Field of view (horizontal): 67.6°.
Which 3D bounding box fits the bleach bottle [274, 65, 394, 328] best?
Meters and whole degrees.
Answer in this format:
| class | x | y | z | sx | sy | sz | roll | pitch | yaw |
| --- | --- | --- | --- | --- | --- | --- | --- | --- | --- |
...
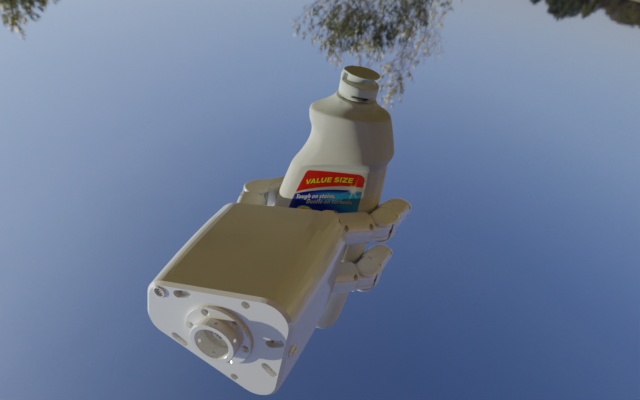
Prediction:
| class | x | y | z | sx | sy | sz | roll | pitch | yaw |
| --- | --- | --- | --- | --- | --- | --- | --- | --- | --- |
| bleach bottle | 0.000 | 0.001 | 0.435 | 0.102 | 0.251 | 0.068 | 19 | 33 | 9 |
